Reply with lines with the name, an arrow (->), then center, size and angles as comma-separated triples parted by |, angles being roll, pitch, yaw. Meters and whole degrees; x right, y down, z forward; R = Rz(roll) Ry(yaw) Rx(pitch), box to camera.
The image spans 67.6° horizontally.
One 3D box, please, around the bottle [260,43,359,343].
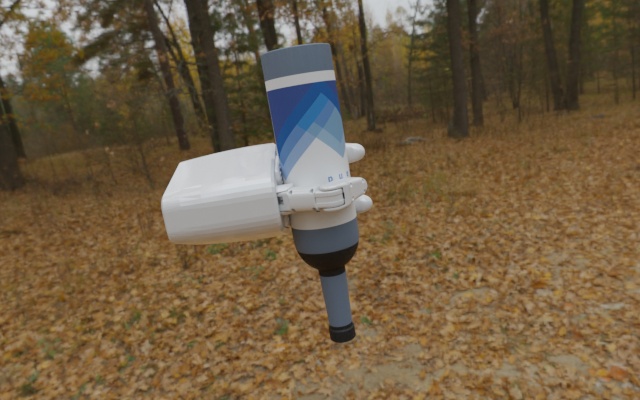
bottle -> 0.000, 0.001, 0.476 | 0.069, 0.296, 0.069 | -9, 11, 2
